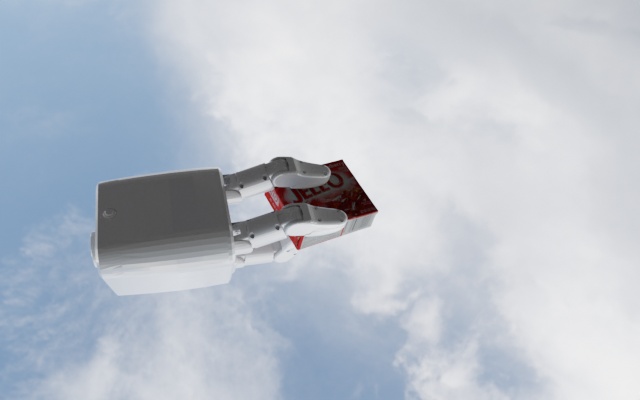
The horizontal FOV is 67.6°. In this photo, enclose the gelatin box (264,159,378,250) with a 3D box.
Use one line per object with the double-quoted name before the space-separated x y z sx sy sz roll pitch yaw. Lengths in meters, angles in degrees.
"gelatin box" 0.000 0.002 0.468 0.089 0.073 0.030 -15 -33 -27
